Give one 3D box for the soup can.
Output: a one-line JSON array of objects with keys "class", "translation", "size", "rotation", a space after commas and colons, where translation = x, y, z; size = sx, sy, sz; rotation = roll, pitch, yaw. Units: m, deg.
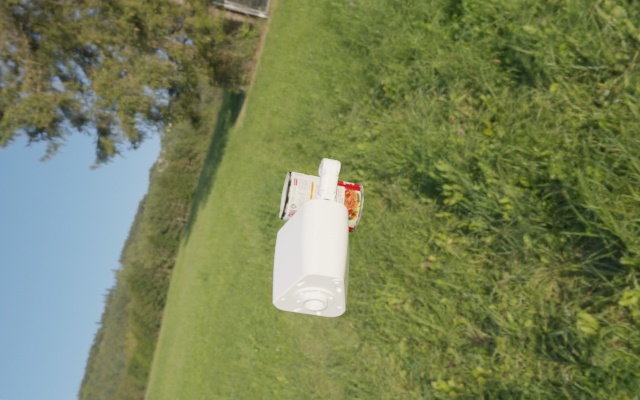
[{"class": "soup can", "translation": [0.000, 0.002, 0.650], "size": [0.102, 0.068, 0.068], "rotation": [10, -2, -9]}]
